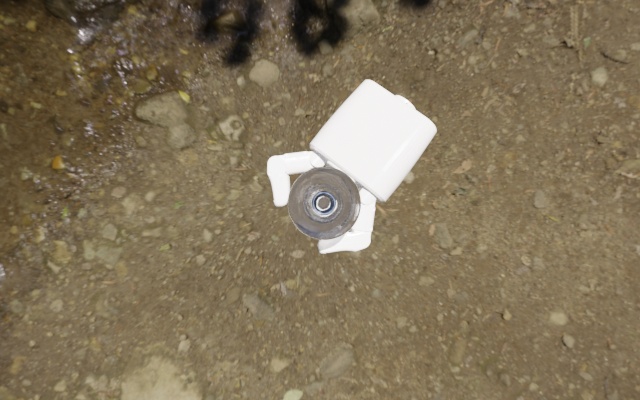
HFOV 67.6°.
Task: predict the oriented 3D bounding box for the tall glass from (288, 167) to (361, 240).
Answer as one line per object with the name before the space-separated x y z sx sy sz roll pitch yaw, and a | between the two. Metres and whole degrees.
tall glass | 0.000 0.002 0.578 0.079 0.079 0.201 0 0 -3
